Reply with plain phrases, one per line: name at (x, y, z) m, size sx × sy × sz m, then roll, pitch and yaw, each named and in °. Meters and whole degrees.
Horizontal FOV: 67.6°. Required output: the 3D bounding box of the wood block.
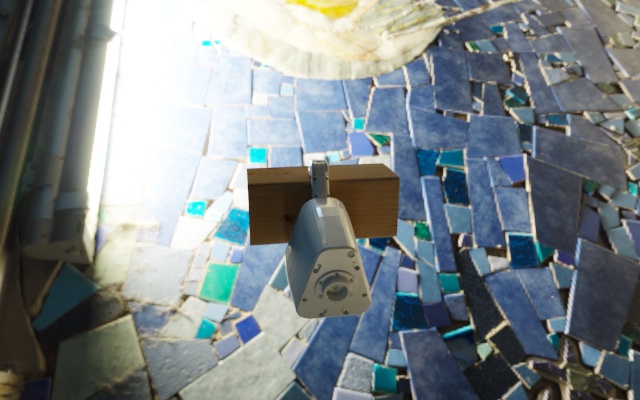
wood block at (0.000, 0.002, 0.686) m, size 0.206 × 0.091 × 0.090 m, roll -3°, pitch 19°, yaw -9°
